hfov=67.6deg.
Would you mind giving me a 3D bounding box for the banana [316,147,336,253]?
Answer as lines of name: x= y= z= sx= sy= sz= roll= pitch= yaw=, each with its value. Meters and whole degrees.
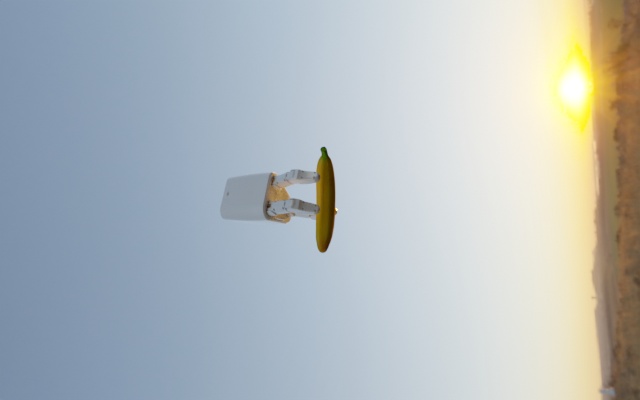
banana: x=0.006 y=0.000 z=0.916 sx=0.037 sy=0.198 sz=0.069 roll=-1 pitch=0 yaw=19
